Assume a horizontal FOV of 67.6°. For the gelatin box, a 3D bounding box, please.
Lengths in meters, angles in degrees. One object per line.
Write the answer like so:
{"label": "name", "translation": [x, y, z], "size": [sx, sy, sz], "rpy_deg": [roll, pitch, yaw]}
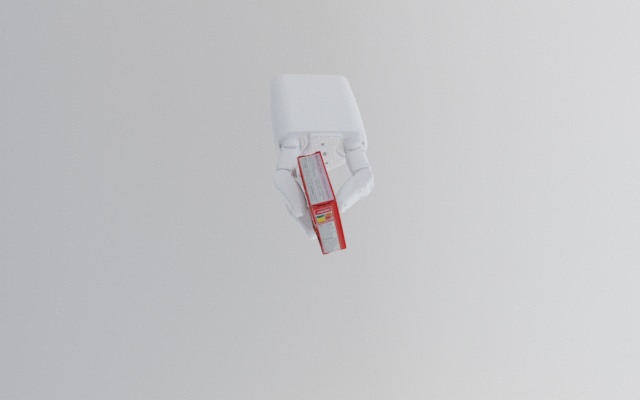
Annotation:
{"label": "gelatin box", "translation": [0.001, 0.002, 0.517], "size": [0.030, 0.073, 0.089], "rpy_deg": [-15, 42, -2]}
